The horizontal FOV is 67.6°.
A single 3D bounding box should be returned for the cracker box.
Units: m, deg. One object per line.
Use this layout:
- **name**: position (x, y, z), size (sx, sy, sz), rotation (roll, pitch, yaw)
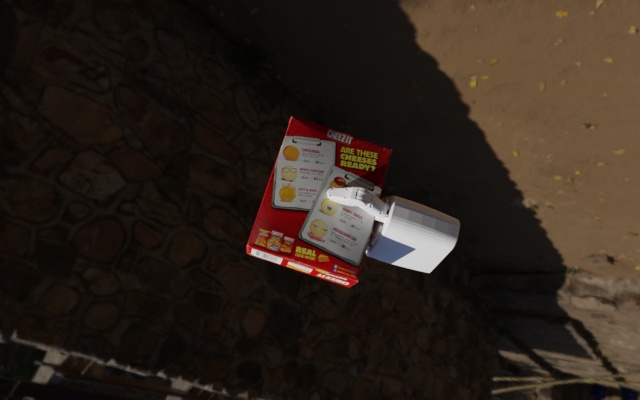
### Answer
- **cracker box**: position (0.000, 0.002, 0.714), size (0.164, 0.213, 0.072), rotation (18, -21, -4)
